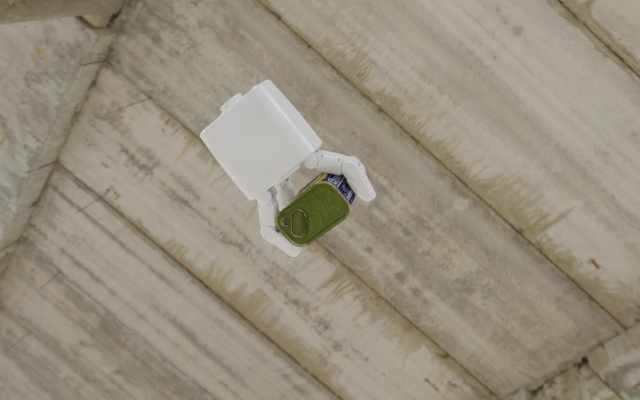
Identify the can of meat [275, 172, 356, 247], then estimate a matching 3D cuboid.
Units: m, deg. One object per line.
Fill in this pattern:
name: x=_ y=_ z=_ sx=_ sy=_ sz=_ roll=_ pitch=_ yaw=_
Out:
can of meat: x=0.000 y=0.002 z=0.627 sx=0.102 sy=0.057 sz=0.084 roll=-37 pitch=9 yaw=29
